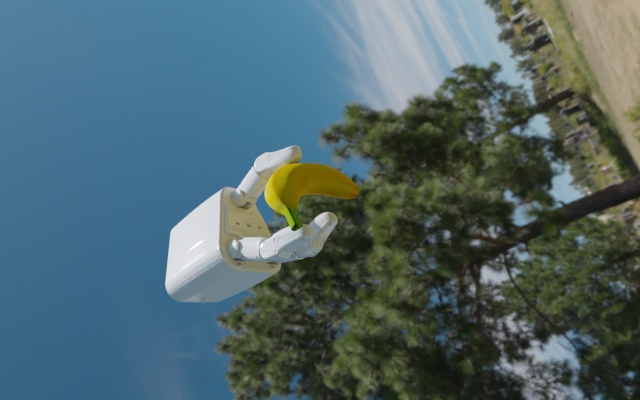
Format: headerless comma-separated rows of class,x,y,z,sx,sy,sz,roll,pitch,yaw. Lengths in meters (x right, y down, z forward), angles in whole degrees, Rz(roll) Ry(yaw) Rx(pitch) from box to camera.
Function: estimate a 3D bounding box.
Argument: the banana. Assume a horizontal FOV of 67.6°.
banana,-0.012,-0.013,0.536,0.037,0.069,0.197,-36,-4,26
